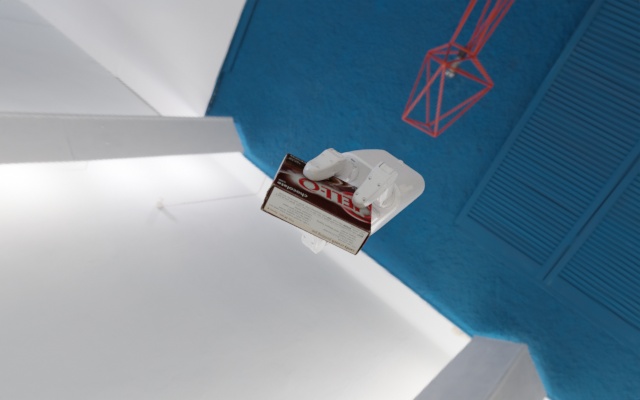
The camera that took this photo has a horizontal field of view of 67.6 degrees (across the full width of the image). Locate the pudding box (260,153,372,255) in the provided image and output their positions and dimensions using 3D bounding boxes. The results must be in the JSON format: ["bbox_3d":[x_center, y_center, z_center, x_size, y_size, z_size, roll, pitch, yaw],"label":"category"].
[{"bbox_3d":[0.000,0.002,0.515,0.113,0.039,0.090,24,25,-5],"label":"pudding box"}]
